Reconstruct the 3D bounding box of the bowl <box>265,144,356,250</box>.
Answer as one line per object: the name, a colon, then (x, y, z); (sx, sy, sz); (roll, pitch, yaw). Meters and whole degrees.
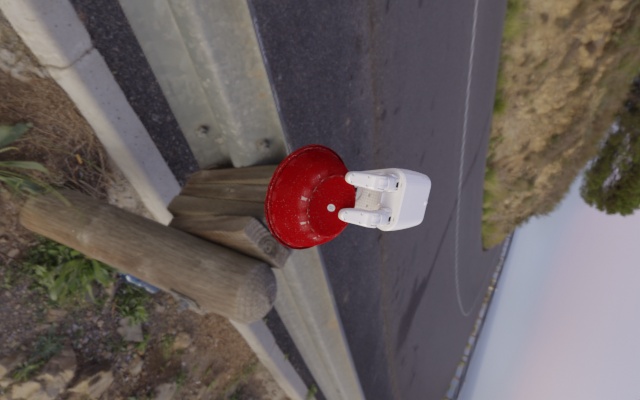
bowl: (-0.001, 0.003, 0.695); (0.162, 0.162, 0.055); (0, 14, -41)
